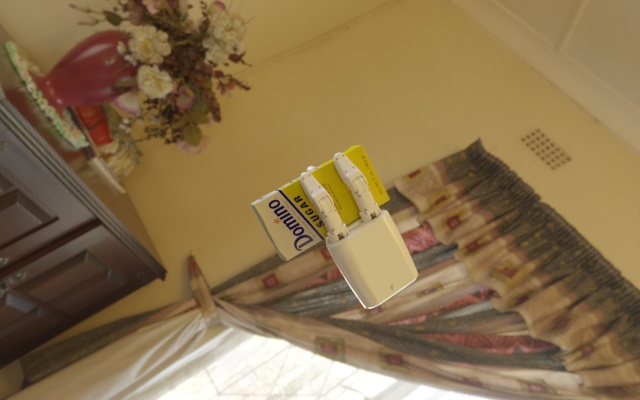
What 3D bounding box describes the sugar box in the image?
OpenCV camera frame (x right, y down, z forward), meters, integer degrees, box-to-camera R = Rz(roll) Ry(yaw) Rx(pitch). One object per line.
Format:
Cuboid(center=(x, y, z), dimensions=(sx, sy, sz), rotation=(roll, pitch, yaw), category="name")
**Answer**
Cuboid(center=(0.000, 0.002, 0.678), dimensions=(0.176, 0.093, 0.048), rotation=(-31, 8, -13), category="sugar box")
